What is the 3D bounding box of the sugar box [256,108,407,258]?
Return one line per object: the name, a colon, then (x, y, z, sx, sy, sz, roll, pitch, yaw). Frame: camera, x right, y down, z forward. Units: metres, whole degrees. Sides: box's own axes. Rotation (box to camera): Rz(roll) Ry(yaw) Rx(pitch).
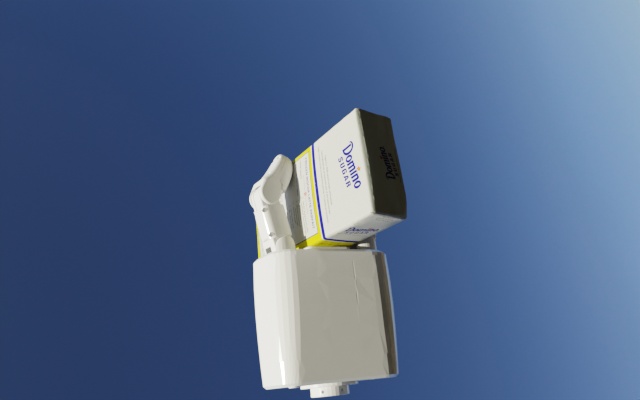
sugar box: (0.000, 0.002, 0.437, 0.048, 0.093, 0.176, 10, -26, -36)
